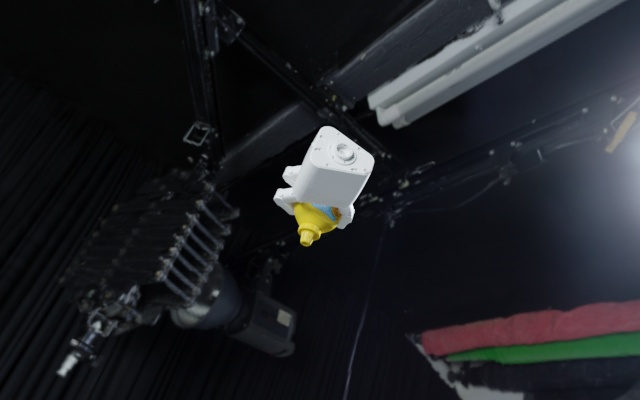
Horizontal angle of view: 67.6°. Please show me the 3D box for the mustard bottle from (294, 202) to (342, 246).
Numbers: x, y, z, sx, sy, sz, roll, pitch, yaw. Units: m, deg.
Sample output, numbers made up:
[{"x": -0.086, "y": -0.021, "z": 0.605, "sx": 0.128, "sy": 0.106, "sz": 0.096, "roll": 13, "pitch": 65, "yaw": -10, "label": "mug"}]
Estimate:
[{"x": 0.000, "y": 0.003, "z": 0.900, "sx": 0.096, "sy": 0.191, "sz": 0.058, "roll": 38, "pitch": -39, "yaw": -24, "label": "mustard bottle"}]
